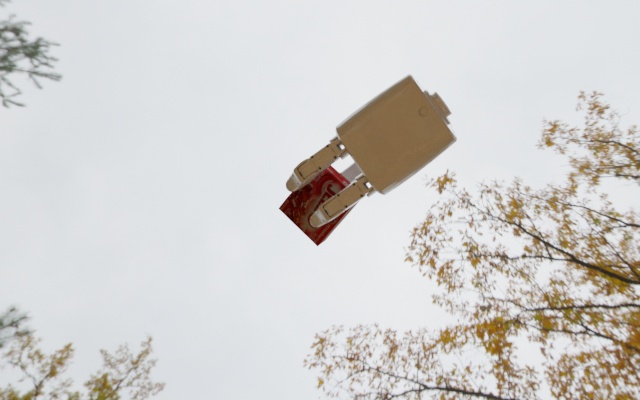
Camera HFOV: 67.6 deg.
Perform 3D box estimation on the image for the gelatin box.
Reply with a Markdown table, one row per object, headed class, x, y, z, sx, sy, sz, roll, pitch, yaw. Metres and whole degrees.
| class | x | y | z | sx | sy | sz | roll | pitch | yaw |
| --- | --- | --- | --- | --- | --- | --- | --- | --- | --- |
| gelatin box | 0.000 | 0.002 | 0.615 | 0.073 | 0.089 | 0.030 | 43 | 23 | 9 |
